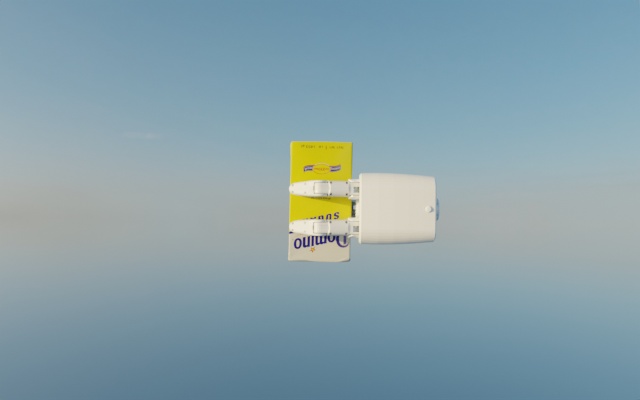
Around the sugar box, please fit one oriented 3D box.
[{"bbox_3d":[0.000,0.002,0.711,0.093,0.176,0.048,0,-2,0],"label":"sugar box"}]
